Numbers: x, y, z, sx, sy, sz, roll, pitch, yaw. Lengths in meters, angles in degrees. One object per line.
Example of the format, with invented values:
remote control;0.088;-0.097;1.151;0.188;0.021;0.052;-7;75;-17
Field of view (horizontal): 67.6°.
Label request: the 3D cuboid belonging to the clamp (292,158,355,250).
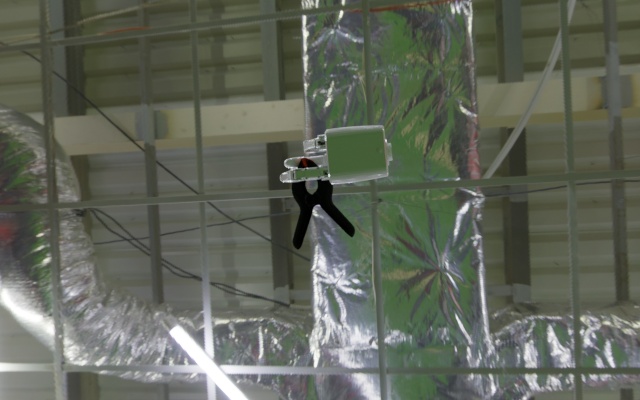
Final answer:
clamp;0.000;0.003;0.893;0.120;0.171;0.039;-5;-1;9
